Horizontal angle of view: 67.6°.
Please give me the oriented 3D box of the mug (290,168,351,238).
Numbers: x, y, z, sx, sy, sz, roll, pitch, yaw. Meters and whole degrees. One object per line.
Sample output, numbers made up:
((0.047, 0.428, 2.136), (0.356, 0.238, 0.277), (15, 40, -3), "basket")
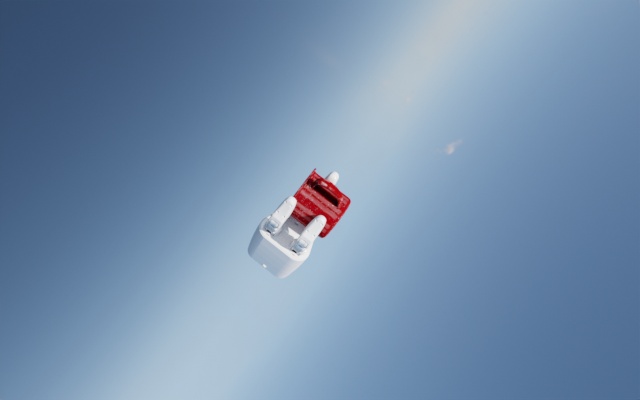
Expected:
((0.001, 0.002, 0.774), (0.081, 0.093, 0.117), (37, -34, -2), "mug")
